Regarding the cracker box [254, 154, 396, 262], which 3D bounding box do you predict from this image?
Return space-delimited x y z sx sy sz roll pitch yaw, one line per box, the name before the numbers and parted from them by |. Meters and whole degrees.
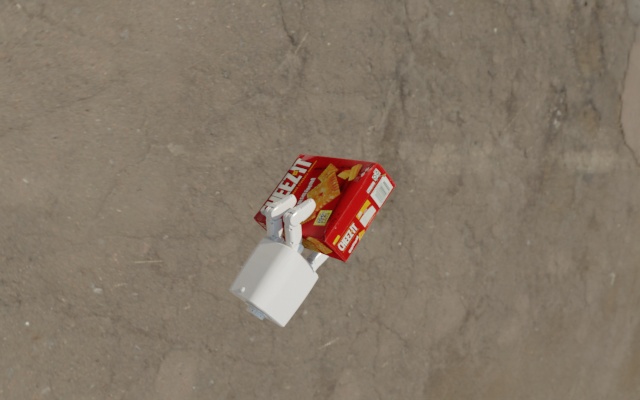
cracker box | 0.000 0.003 0.842 0.213 0.164 0.072 13 -28 49
